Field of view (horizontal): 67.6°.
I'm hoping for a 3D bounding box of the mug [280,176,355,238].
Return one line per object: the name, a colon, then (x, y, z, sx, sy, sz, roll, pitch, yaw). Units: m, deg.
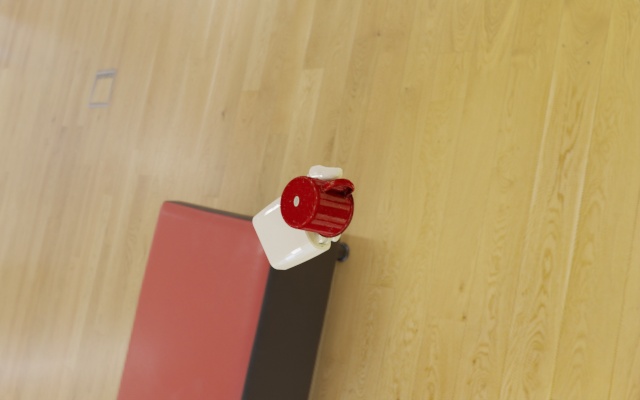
mug: (0.001, 0.002, 0.734, 0.117, 0.093, 0.081, -34, -30, 32)
